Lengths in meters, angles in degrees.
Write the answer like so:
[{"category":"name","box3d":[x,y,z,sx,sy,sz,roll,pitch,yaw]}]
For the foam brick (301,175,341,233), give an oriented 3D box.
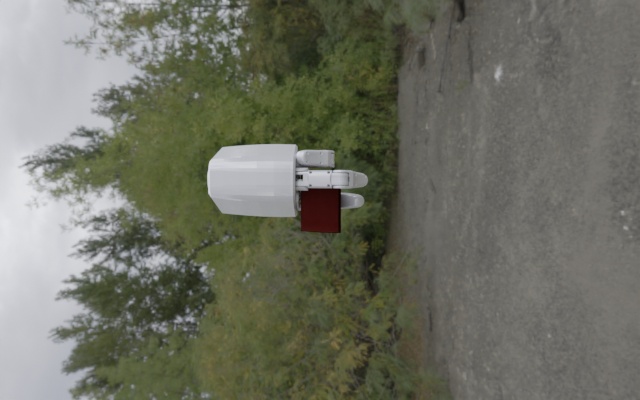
[{"category":"foam brick","box3d":[0.000,0.002,0.625,0.051,0.078,0.053,0,1,-1]}]
